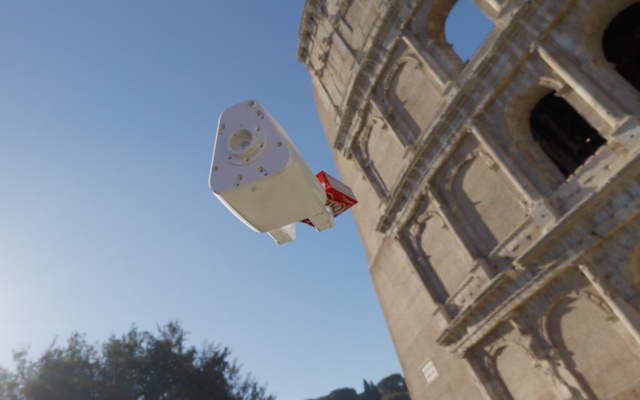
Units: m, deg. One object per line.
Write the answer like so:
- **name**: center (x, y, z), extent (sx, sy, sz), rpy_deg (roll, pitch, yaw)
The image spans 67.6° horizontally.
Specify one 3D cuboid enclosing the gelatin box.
- **gelatin box**: center (0.000, 0.002, 0.653), extent (0.073, 0.030, 0.089), rpy_deg (-35, -27, 17)
